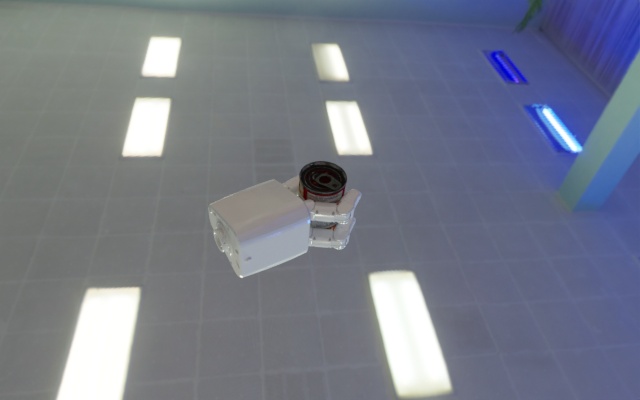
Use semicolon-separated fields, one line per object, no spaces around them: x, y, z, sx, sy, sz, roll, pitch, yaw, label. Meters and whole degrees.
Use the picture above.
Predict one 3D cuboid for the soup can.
0.000;0.002;0.705;0.068;0.102;0.068;3;44;-3;soup can
